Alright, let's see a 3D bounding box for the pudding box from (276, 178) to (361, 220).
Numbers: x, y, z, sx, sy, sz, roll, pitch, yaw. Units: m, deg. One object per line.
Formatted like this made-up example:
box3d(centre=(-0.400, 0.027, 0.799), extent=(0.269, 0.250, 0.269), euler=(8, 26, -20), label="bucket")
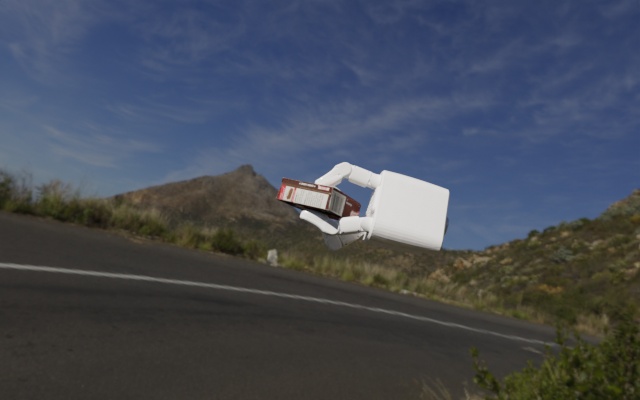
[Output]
box3d(centre=(0.000, 0.002, 0.728), extent=(0.090, 0.039, 0.113), euler=(11, -10, 28), label="pudding box")
